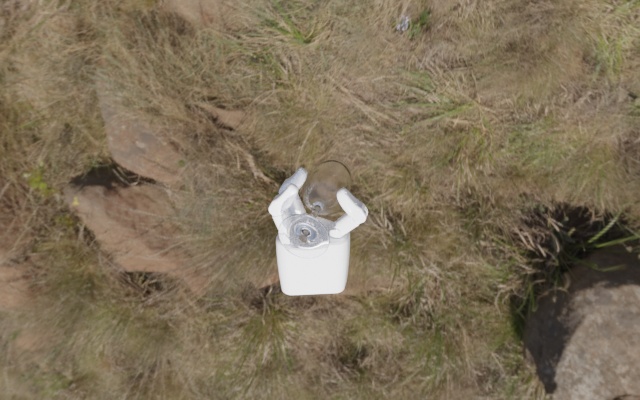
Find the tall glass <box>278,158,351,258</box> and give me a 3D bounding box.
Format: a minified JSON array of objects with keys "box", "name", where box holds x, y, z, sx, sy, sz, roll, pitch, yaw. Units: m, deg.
[{"box":[0.000,0.003,0.748,0.079,0.079,0.201,0,30,16],"name":"tall glass"}]
